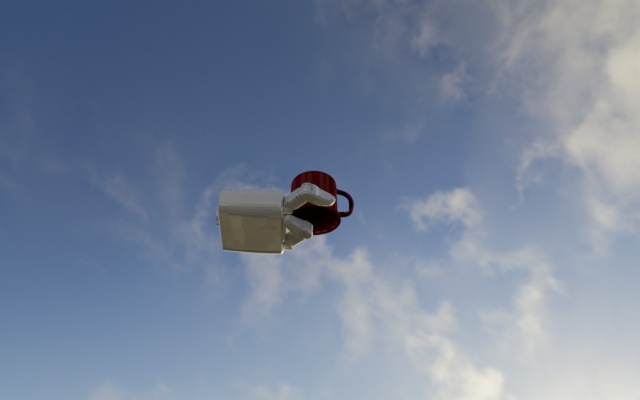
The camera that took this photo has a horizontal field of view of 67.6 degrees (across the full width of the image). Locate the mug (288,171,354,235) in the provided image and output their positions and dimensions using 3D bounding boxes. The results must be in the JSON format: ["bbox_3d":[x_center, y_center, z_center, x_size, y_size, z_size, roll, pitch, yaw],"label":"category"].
[{"bbox_3d":[0.002,0.003,0.833,0.117,0.081,0.093,1,-36,-2],"label":"mug"}]
